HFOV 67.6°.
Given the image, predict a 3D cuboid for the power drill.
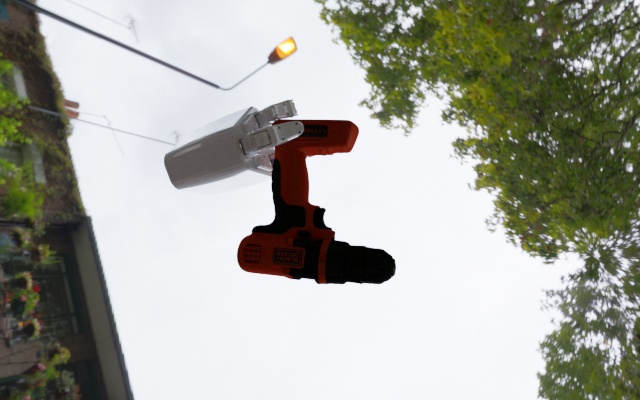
[{"bbox_3d":[0.000,0.001,0.554,0.184,0.187,0.057,4,-10,12],"label":"power drill"}]
